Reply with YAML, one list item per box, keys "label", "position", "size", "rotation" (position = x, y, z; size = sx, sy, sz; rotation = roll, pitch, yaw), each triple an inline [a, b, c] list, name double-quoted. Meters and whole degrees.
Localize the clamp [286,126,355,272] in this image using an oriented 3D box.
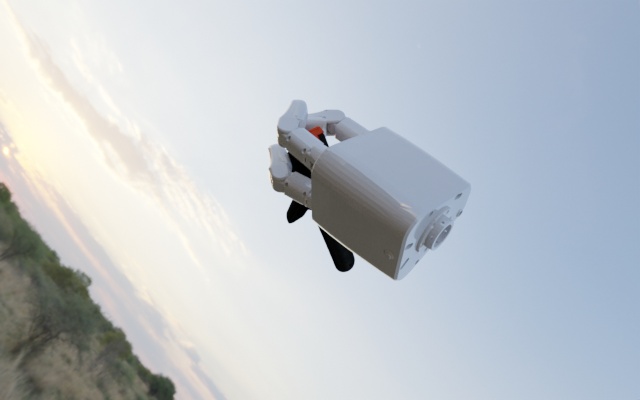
- label: "clamp"
  position: [0.000, 0.001, 0.529]
  size: [0.039, 0.172, 0.120]
  rotation: [-36, 59, -26]
